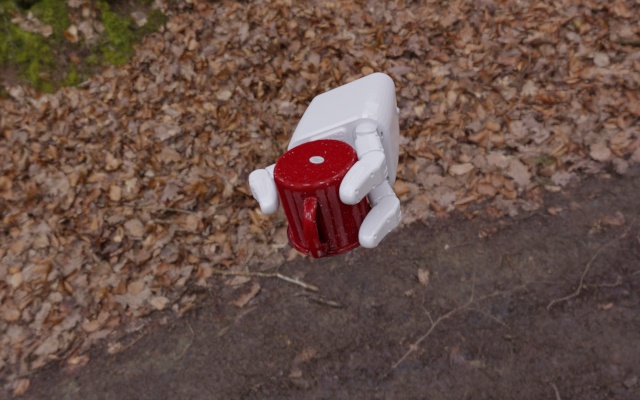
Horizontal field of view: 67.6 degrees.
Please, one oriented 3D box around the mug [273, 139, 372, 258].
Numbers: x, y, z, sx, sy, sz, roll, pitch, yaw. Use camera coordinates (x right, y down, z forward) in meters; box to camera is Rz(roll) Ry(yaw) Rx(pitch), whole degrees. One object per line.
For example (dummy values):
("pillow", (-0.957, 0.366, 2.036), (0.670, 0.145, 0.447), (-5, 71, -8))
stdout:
("mug", (0.000, 0.002, 0.454), (0.093, 0.082, 0.117), (-3, 38, 16))
